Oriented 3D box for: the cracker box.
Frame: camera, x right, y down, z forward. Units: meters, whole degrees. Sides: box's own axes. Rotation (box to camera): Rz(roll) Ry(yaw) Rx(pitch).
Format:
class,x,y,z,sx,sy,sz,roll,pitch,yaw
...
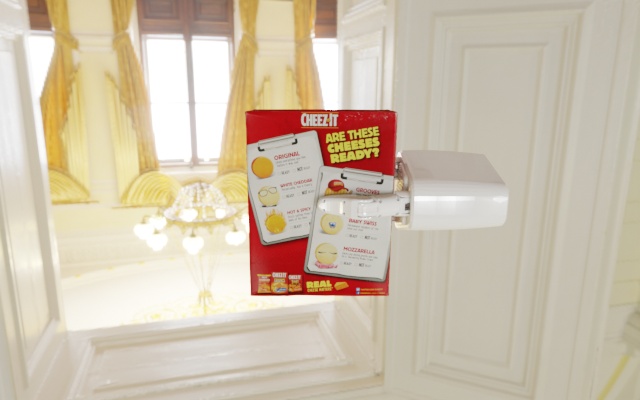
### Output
class,x,y,z,sx,sy,sz,roll,pitch,yaw
cracker box,0.000,0.002,0.558,0.164,0.214,0.072,0,13,-1
